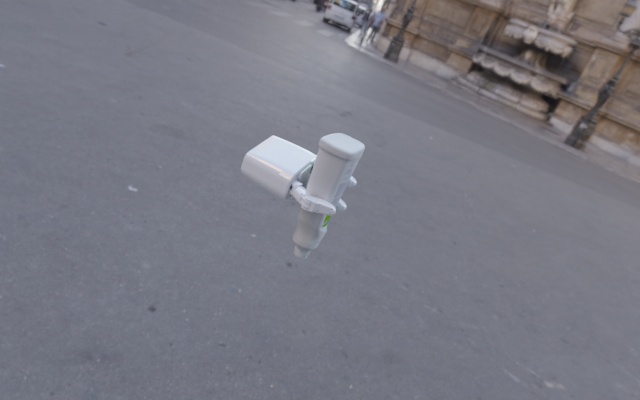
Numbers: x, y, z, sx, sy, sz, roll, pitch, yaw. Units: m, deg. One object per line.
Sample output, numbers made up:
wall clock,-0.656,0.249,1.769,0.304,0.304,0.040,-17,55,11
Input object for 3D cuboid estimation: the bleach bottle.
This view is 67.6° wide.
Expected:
bleach bottle,0.000,0.003,0.889,0.068,0.251,0.102,29,24,15
